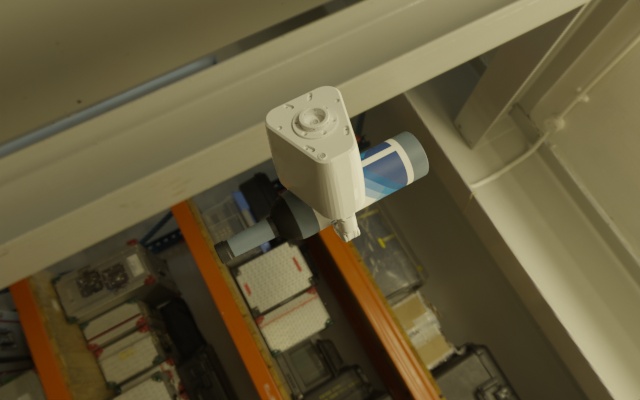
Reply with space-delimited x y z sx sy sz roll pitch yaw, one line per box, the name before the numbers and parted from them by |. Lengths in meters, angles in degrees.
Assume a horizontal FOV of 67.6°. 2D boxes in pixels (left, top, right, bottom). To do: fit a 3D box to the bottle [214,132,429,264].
bottle | 0.000 0.002 0.627 0.295 0.069 0.069 -27 5 -10
